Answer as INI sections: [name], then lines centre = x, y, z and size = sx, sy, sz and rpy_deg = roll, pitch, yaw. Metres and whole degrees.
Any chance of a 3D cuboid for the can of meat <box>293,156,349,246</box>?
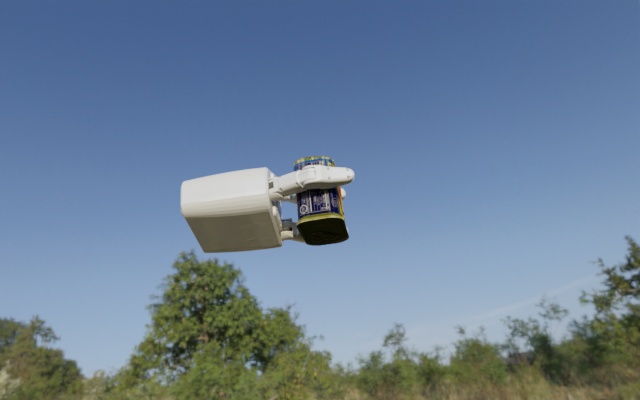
[can of meat]
centre = 0.000, 0.002, 0.604
size = 0.057, 0.084, 0.102
rpy_deg = -9, -23, 5
